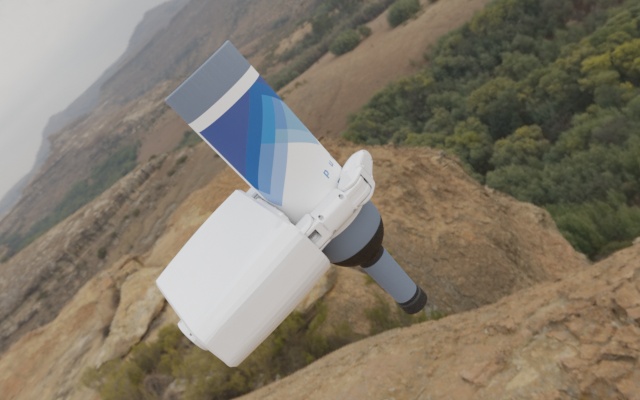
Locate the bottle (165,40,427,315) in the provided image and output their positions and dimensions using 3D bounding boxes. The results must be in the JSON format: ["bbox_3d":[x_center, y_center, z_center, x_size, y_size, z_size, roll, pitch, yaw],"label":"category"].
[{"bbox_3d":[0.000,0.001,0.414,0.296,0.069,0.069,47,-22,-22],"label":"bottle"}]
